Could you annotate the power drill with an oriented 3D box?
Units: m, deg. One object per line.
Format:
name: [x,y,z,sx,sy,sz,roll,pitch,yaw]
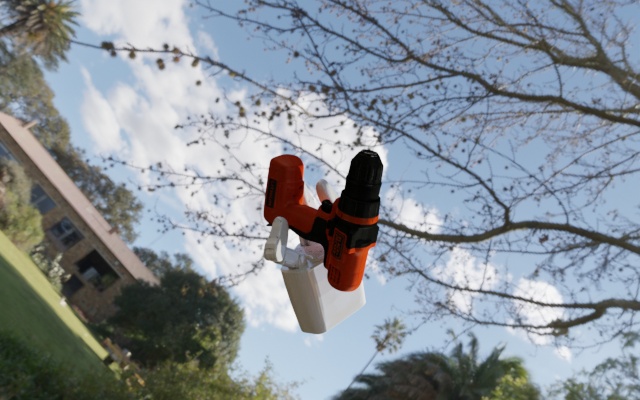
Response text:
power drill: [0.000,0.002,0.627,0.057,0.184,0.187,-6,26,-38]
